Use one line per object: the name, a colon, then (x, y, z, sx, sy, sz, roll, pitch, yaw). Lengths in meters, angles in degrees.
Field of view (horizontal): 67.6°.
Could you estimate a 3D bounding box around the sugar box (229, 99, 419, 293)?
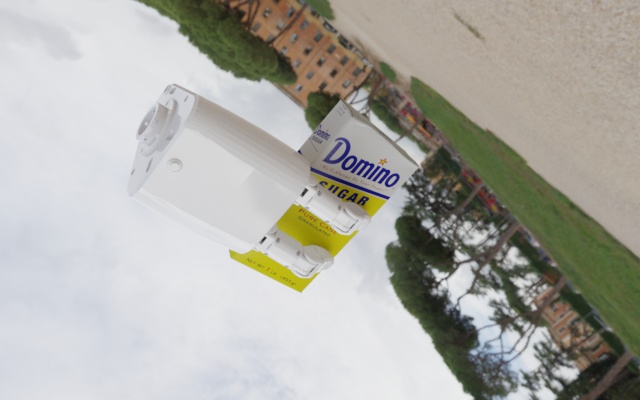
sugar box: (0.000, 0.002, 0.458, 0.093, 0.176, 0.048, 32, 19, -31)
